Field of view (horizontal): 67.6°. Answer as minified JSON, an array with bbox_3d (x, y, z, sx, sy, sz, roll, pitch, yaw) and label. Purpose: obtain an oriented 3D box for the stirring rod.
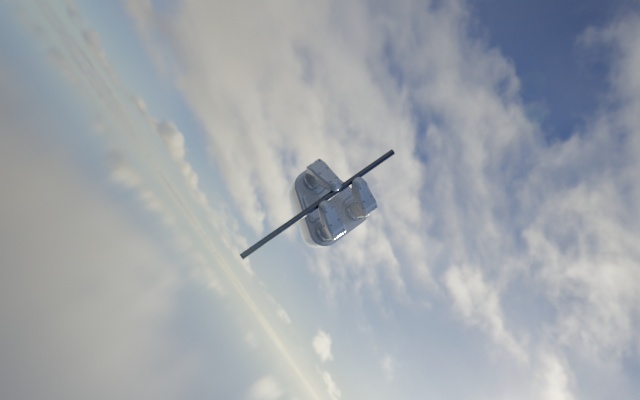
[{"bbox_3d":[0.000,0.002,0.606,0.239,0.011,0.011,-35,9,-14],"label":"stirring rod"}]
